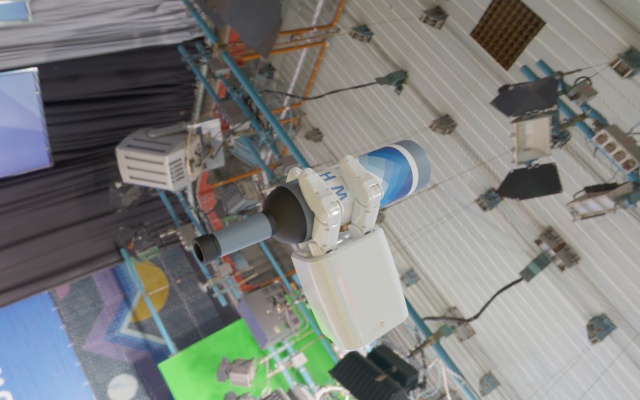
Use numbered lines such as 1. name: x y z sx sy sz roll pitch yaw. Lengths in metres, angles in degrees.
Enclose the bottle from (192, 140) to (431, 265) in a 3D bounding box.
1. bottle: 0.000 0.002 0.528 0.295 0.069 0.069 -22 12 -33
